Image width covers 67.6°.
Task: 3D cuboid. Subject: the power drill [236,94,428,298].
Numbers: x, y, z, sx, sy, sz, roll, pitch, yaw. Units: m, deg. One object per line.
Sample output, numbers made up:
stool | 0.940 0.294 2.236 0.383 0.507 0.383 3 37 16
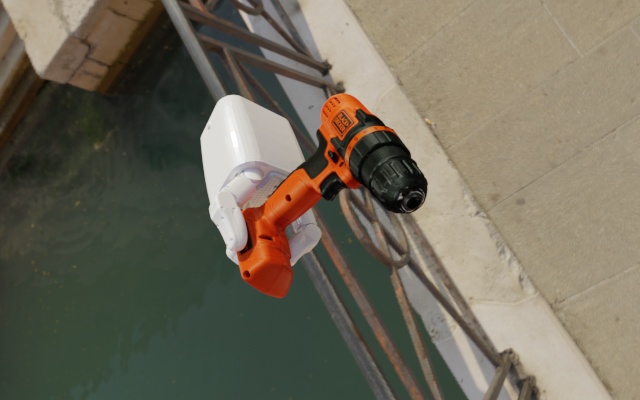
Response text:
power drill | 0.000 0.002 0.445 0.057 0.188 0.184 36 16 -32
